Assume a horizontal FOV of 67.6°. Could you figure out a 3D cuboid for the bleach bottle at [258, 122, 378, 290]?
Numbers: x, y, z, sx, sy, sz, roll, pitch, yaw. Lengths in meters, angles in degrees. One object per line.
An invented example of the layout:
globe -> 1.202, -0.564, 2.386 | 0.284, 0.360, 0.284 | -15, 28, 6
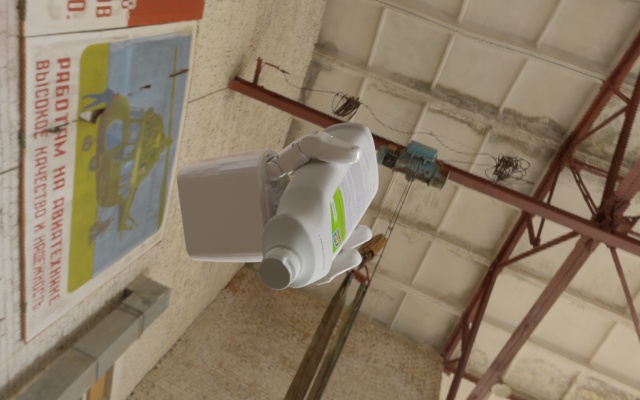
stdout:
bleach bottle -> 0.000, 0.002, 0.481 | 0.068, 0.103, 0.250 | -5, 21, 21
